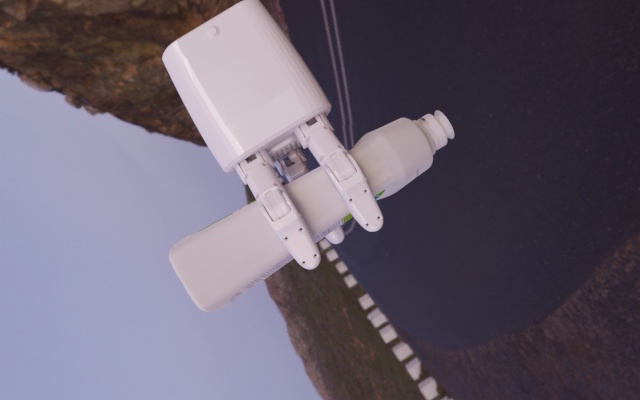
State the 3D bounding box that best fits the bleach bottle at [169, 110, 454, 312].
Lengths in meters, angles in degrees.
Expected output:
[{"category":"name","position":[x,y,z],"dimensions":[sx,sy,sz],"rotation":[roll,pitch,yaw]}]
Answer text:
[{"category":"bleach bottle","position":[0.000,0.001,0.414],"dimensions":[0.251,0.068,0.102],"rotation":[-32,-3,-2]}]
